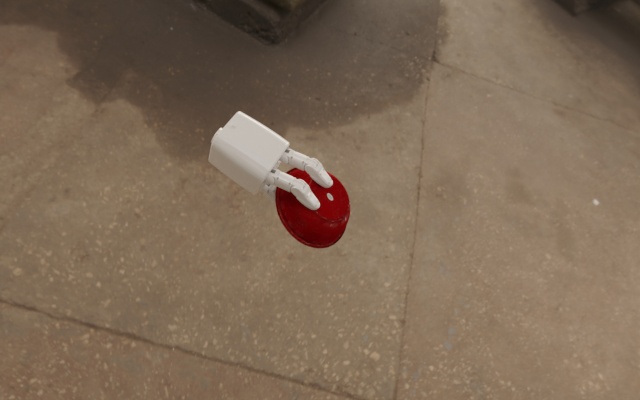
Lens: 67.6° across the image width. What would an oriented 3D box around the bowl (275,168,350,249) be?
[{"bbox_3d":[0.001,0.003,0.869,0.162,0.162,0.055,0,-20,-38],"label":"bowl"}]
